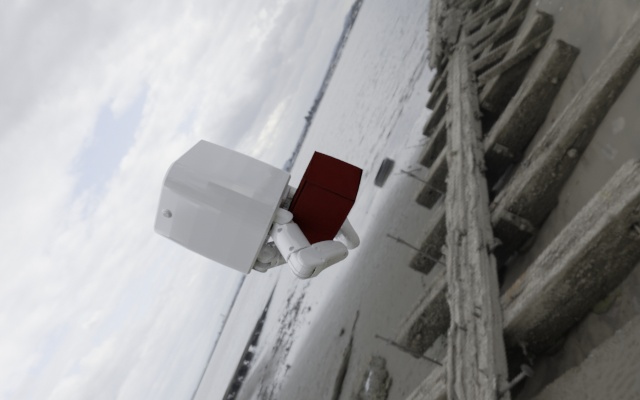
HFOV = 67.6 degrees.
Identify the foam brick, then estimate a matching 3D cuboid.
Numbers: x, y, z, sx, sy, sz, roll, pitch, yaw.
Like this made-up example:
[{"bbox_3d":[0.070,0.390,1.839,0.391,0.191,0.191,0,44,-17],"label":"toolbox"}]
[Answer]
[{"bbox_3d":[0.000,0.001,0.466,0.051,0.078,0.053,24,39,-5],"label":"foam brick"}]
